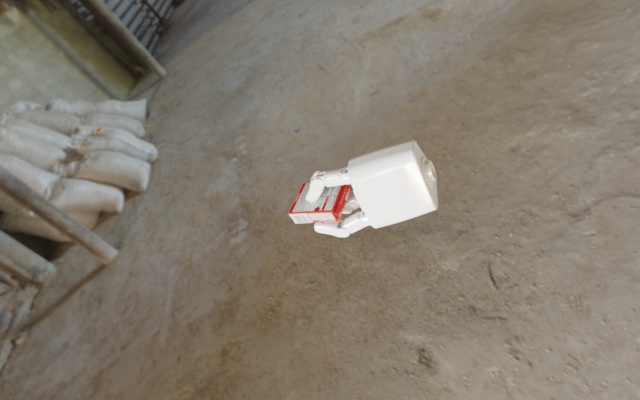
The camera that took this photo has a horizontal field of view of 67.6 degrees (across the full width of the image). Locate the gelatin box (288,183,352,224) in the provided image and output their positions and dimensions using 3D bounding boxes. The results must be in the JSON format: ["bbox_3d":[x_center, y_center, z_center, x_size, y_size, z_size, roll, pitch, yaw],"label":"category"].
[{"bbox_3d":[0.000,0.002,0.801,0.089,0.073,0.030,-4,-44,32],"label":"gelatin box"}]
